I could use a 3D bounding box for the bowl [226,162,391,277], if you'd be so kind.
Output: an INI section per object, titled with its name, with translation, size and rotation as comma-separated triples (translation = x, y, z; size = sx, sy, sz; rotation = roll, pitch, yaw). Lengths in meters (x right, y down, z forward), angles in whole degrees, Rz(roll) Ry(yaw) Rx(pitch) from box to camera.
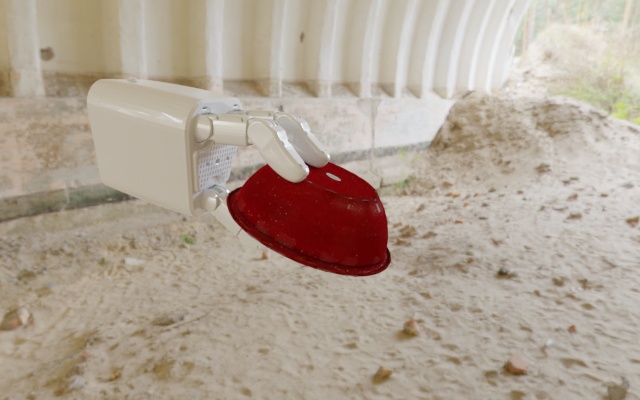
[bowl]
translation = 0.001, 0.002, 0.436
size = 0.162, 0.055, 0.162
rotation = 21, 18, -7
